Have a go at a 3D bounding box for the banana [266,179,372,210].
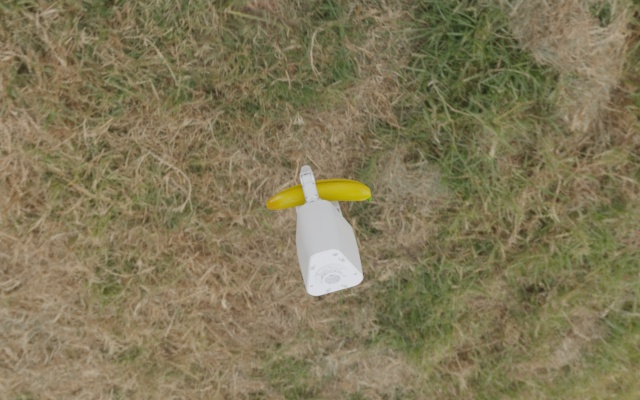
[{"bbox_3d":[0.007,-0.009,0.828,0.198,0.037,0.070,-2,-36,-16],"label":"banana"}]
